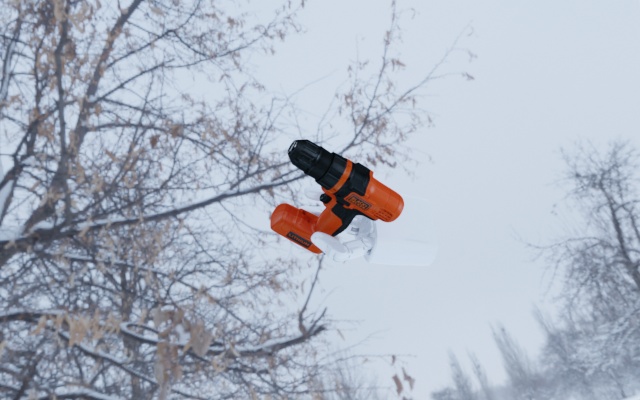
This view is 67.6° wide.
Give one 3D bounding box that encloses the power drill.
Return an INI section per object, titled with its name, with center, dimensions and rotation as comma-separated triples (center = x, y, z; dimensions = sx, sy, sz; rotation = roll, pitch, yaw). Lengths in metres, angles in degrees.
[power drill]
center = 0.000, 0.003, 0.703
dimensions = 0.184, 0.057, 0.188
rotation = 31, -38, -17
